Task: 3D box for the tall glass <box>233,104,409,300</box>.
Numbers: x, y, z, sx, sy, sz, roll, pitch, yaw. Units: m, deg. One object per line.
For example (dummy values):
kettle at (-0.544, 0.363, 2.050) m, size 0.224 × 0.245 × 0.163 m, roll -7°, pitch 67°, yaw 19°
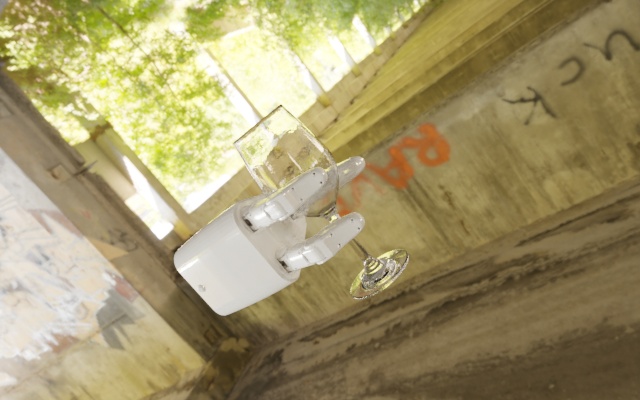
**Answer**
tall glass at (0.001, 0.002, 0.481) m, size 0.079 × 0.201 × 0.079 m, roll -37°, pitch 11°, yaw 9°
